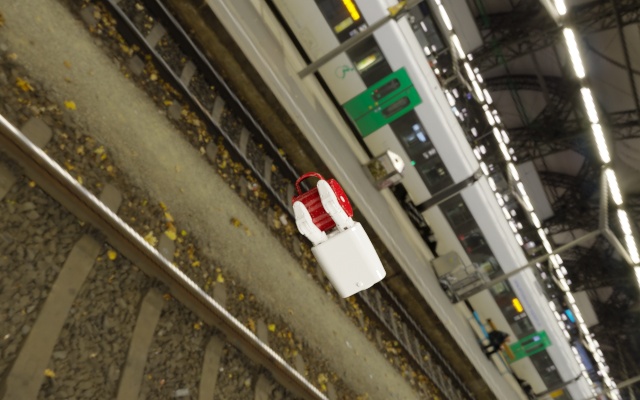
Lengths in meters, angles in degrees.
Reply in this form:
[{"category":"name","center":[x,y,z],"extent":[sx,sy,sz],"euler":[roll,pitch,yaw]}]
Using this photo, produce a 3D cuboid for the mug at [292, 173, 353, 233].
[{"category":"mug","center":[0.000,0.001,0.874],"extent":[0.081,0.117,0.093],"euler":[-29,4,13]}]
